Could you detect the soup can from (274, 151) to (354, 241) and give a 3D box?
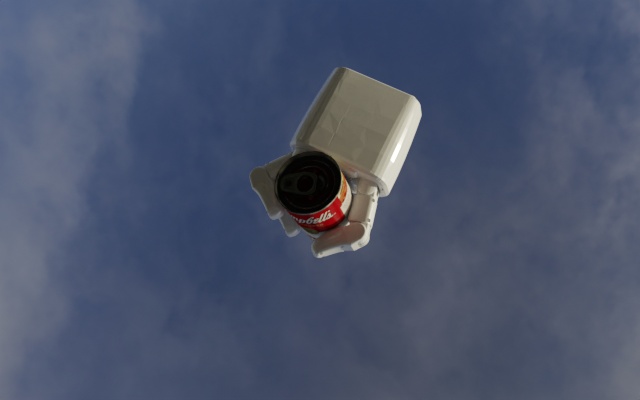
[{"bbox_3d":[0.000,0.002,0.501,0.068,0.068,0.102,0,-23,16],"label":"soup can"}]
